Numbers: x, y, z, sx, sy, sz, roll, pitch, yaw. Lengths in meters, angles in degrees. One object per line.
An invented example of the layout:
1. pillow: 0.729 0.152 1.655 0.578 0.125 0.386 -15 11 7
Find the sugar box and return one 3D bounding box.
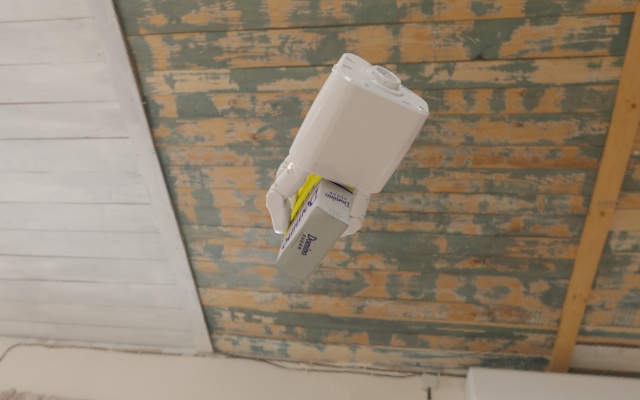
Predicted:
1. sugar box: 0.000 0.001 0.562 0.048 0.093 0.176 30 30 -8
